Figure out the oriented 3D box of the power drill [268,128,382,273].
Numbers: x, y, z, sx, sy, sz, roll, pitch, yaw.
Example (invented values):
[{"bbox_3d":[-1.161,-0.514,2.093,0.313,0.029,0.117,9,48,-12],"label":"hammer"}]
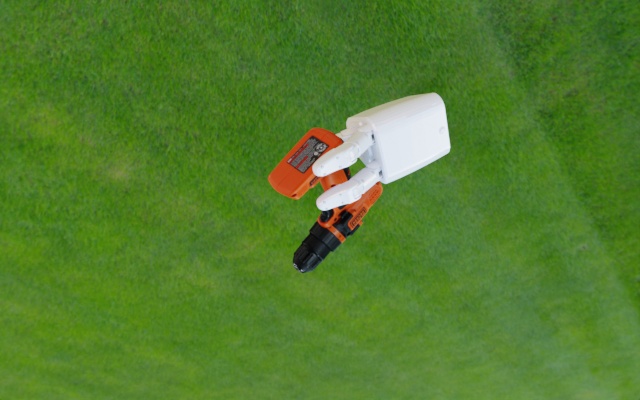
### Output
[{"bbox_3d":[0.000,0.002,0.674,0.057,0.184,0.188,33,-12,33],"label":"power drill"}]
